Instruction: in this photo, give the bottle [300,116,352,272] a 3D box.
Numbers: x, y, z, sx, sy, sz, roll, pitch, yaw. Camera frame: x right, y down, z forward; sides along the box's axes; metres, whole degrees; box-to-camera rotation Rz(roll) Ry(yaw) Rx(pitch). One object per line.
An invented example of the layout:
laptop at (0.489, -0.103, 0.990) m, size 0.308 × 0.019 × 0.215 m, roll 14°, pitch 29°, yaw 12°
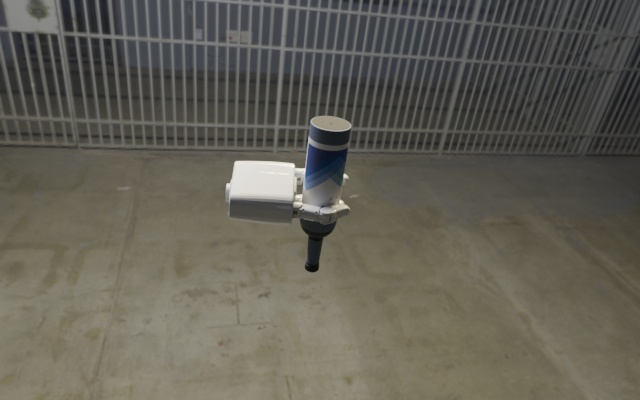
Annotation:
bottle at (0.000, 0.003, 0.838) m, size 0.069 × 0.296 × 0.069 m, roll 6°, pitch 30°, yaw -3°
